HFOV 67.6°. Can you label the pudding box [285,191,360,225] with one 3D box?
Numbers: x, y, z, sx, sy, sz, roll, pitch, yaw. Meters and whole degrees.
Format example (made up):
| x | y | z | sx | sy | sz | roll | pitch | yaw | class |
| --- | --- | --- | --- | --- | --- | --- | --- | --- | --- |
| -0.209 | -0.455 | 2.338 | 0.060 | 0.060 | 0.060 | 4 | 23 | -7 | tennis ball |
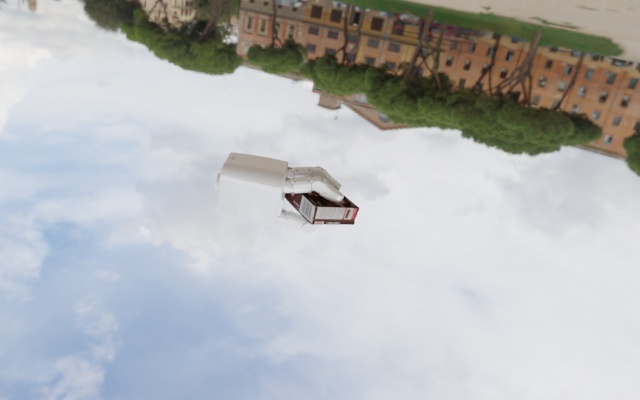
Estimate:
| x | y | z | sx | sy | sz | roll | pitch | yaw | class |
| --- | --- | --- | --- | --- | --- | --- | --- | --- | --- |
| 0.000 | 0.003 | 0.836 | 0.090 | 0.039 | 0.113 | 1 | 26 | -31 | pudding box |
